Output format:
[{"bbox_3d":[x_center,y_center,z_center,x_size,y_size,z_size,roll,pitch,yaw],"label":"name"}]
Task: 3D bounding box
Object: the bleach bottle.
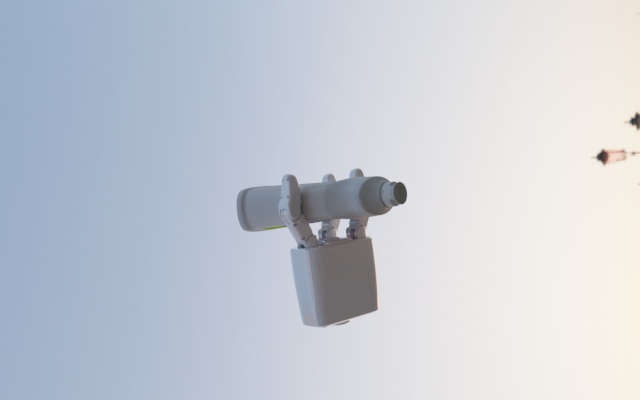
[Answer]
[{"bbox_3d":[0.000,0.002,0.652,0.251,0.068,0.102,-7,0,43],"label":"bleach bottle"}]
